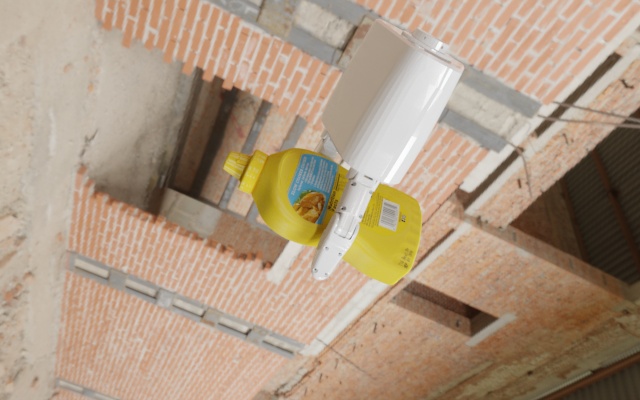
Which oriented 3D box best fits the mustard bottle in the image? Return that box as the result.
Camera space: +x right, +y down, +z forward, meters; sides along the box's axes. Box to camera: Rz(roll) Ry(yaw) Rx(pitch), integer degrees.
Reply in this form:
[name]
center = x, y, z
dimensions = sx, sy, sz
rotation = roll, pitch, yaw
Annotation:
[mustard bottle]
center = 0.000, 0.002, 0.451
dimensions = 0.191, 0.096, 0.058
rotation = 25, -40, -10
